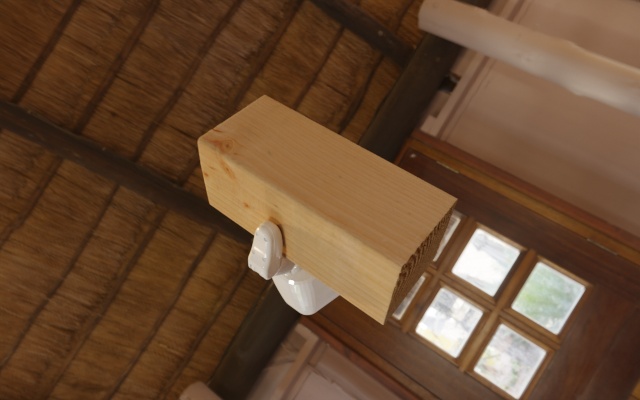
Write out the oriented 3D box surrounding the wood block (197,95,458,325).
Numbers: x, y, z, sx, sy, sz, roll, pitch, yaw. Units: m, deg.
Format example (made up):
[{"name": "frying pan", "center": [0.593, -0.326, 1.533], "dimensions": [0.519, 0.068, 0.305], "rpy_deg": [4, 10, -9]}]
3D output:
[{"name": "wood block", "center": [0.000, 0.002, 0.426], "dimensions": [0.206, 0.090, 0.090], "rpy_deg": [31, 54, 22]}]
